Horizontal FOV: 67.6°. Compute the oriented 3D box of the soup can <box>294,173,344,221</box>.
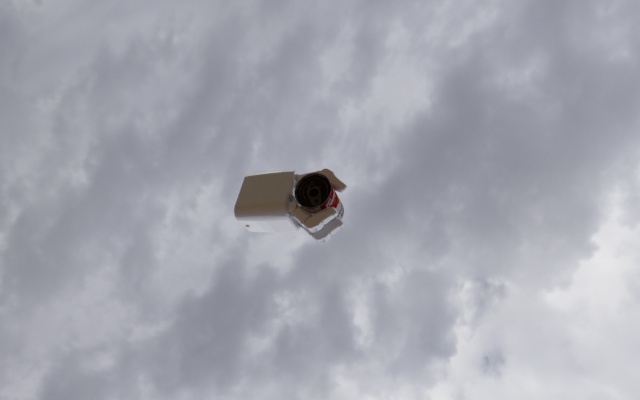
[{"bbox_3d":[0.001,0.003,0.878,0.068,0.068,0.102,0,-25,18],"label":"soup can"}]
